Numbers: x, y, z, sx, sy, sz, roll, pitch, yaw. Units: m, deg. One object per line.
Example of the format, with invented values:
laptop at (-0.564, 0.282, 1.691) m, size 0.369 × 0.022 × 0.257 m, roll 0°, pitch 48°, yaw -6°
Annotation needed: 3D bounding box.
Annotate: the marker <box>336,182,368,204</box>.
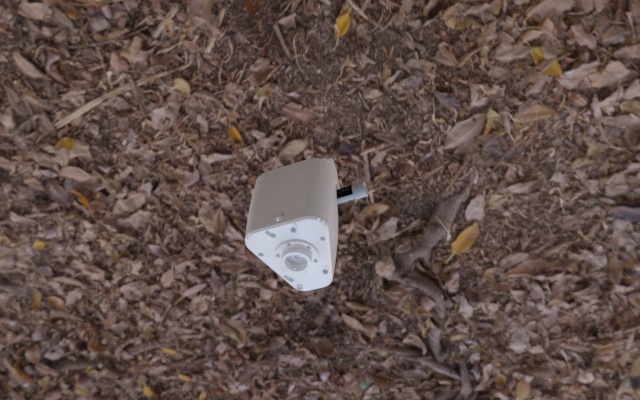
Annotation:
marker at (0.000, 0.002, 0.606) m, size 0.121 × 0.020 × 0.020 m, roll -16°, pitch -5°, yaw 15°
